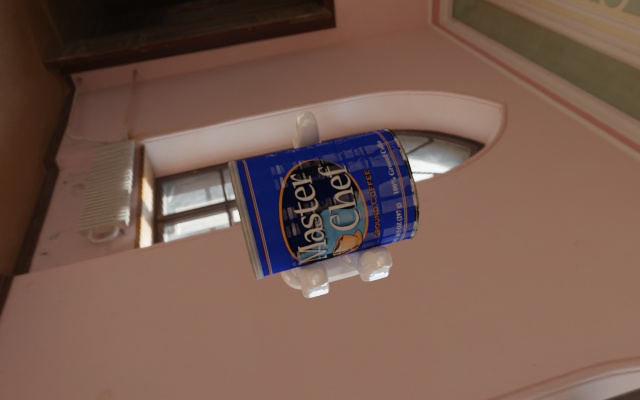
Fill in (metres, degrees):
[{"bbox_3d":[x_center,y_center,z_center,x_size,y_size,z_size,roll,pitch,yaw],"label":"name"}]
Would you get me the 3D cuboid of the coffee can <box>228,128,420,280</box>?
[{"bbox_3d":[0.000,0.001,0.416,0.140,0.103,0.103,-14,2,-8],"label":"coffee can"}]
